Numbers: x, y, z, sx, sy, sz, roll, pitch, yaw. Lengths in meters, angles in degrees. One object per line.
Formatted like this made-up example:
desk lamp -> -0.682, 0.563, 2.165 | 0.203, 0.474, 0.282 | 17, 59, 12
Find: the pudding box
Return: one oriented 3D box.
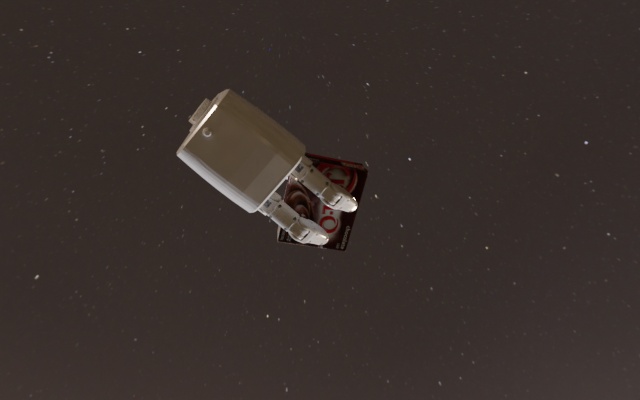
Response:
pudding box -> 0.000, 0.002, 0.591 | 0.090, 0.113, 0.039 | 10, 22, -12
